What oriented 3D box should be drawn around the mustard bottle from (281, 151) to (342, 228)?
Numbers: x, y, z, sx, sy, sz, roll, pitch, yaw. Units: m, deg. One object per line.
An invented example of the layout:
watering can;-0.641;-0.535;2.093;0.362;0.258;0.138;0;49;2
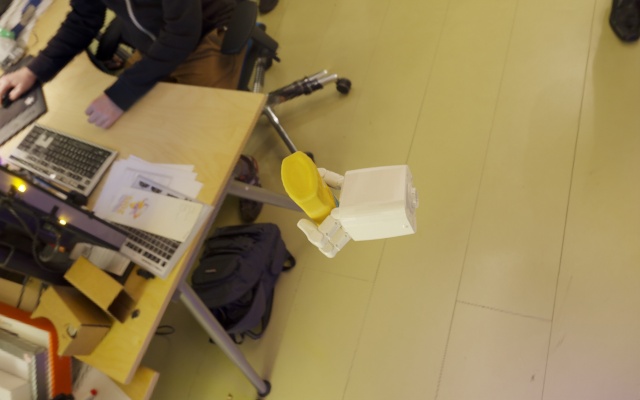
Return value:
mustard bottle;0.000;0.003;0.808;0.058;0.096;0.192;-29;-33;7
